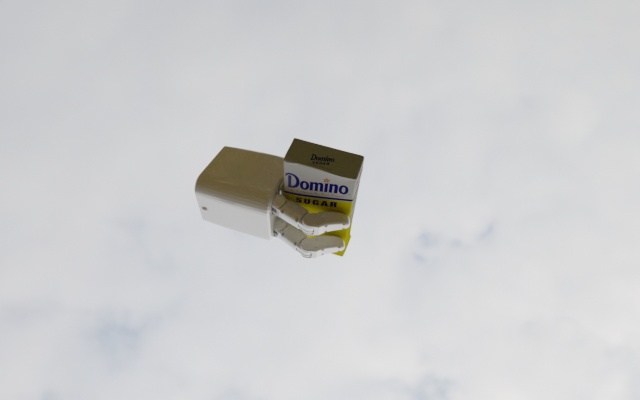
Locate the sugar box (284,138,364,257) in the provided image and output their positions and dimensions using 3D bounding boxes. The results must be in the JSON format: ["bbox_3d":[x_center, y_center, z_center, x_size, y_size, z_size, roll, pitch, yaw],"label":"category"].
[{"bbox_3d":[0.000,0.003,0.634,0.093,0.048,0.176,15,-34,9],"label":"sugar box"}]
